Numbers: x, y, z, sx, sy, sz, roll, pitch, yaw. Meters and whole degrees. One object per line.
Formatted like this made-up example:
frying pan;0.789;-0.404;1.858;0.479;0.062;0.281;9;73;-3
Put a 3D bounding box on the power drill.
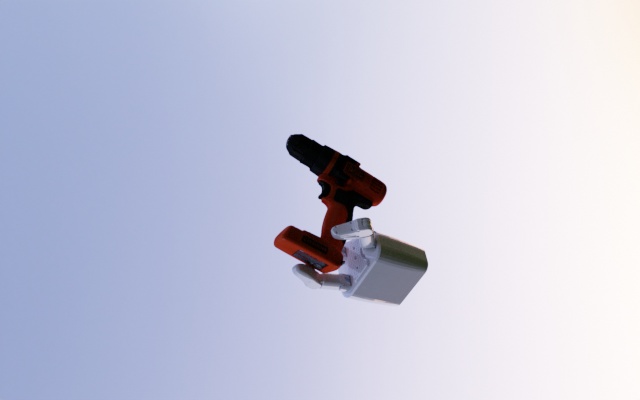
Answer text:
power drill;0.000;0.003;0.742;0.184;0.187;0.057;30;-27;-8
